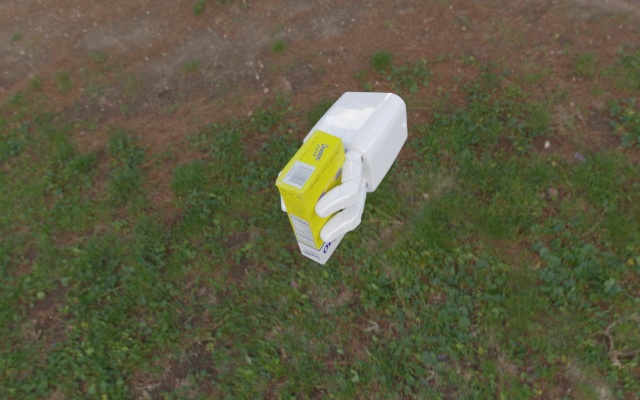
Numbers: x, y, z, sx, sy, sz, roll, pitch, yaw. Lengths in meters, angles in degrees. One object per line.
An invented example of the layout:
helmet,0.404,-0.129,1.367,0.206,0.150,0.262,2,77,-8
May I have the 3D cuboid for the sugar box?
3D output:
sugar box,0.001,0.002,0.628,0.048,0.093,0.176,23,-27,27
